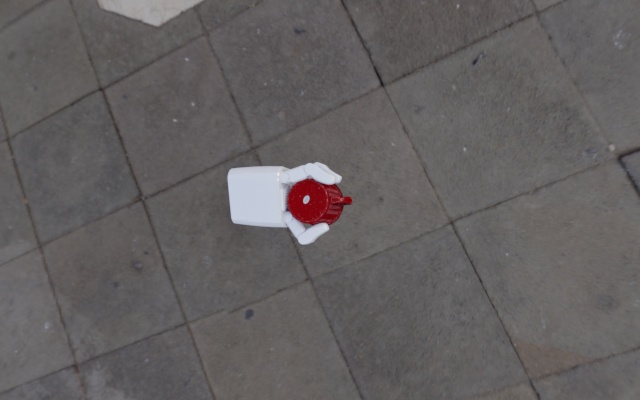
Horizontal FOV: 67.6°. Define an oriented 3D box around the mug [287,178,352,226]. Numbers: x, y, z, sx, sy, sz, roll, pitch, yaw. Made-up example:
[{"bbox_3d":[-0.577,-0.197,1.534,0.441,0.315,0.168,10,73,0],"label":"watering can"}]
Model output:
[{"bbox_3d":[0.001,0.003,0.882,0.117,0.093,0.081,0,-3,18],"label":"mug"}]
